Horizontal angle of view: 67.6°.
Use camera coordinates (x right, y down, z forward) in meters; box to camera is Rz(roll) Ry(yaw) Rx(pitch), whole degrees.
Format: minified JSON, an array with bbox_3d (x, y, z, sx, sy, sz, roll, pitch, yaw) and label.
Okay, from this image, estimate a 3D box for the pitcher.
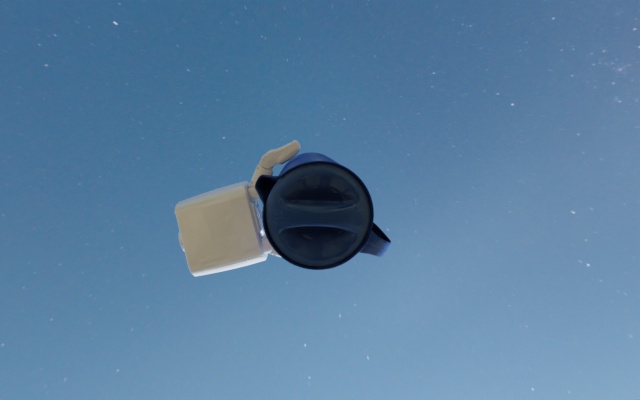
[{"bbox_3d":[0.000,0.002,0.676,0.145,0.149,0.242,-17,12,1],"label":"pitcher"}]
